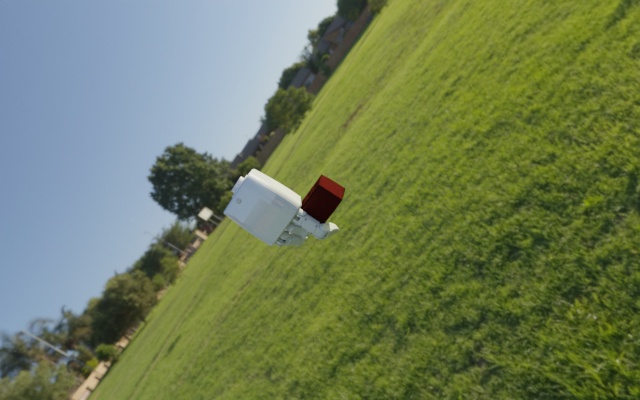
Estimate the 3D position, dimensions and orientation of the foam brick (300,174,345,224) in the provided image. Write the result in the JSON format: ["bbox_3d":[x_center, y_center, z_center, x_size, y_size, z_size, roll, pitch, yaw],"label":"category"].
[{"bbox_3d":[0.000,0.003,0.854,0.051,0.078,0.053,34,23,-7],"label":"foam brick"}]
